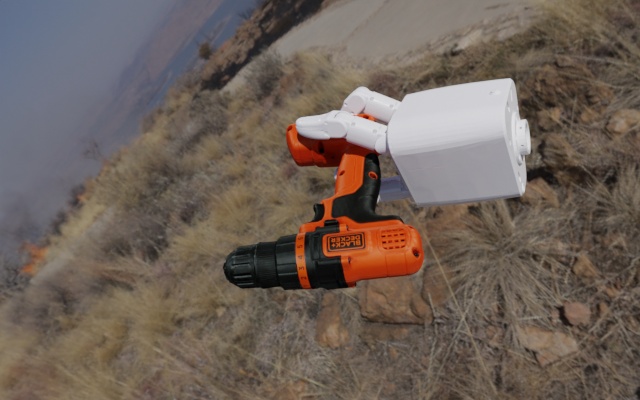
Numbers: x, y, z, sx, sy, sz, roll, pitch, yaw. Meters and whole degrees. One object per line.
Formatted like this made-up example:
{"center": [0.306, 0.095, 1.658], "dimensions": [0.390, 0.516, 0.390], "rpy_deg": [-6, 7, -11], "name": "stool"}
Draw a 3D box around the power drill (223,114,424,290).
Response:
{"center": [0.000, 0.001, 0.480], "dimensions": [0.184, 0.187, 0.057], "rpy_deg": [-6, -37, 7], "name": "power drill"}
